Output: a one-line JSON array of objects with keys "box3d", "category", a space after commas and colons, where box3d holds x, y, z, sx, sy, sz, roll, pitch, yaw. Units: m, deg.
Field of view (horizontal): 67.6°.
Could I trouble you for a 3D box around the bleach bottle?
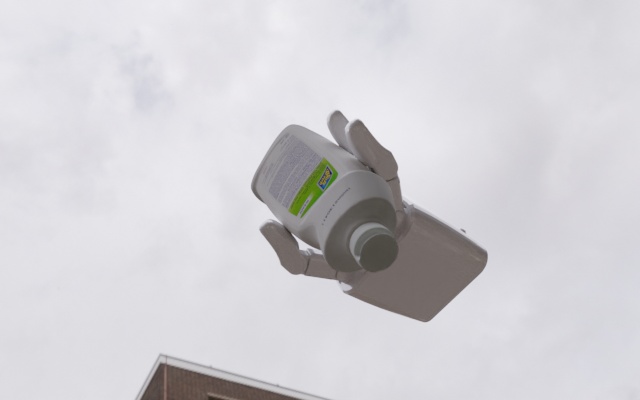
[{"box3d": [0.000, 0.001, 0.434, 0.068, 0.102, 0.250, 27, 10, -24], "category": "bleach bottle"}]
